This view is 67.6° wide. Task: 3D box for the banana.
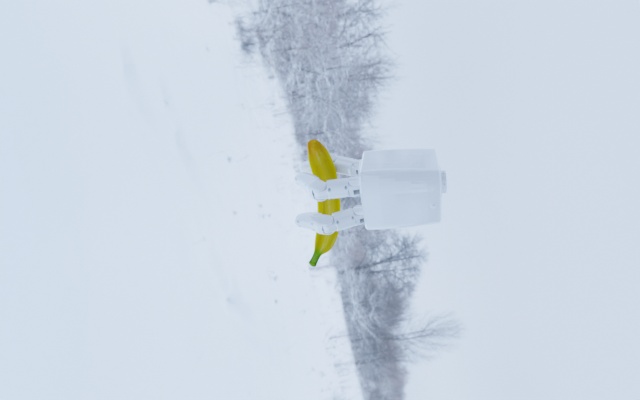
[{"bbox_3d":[0.006,-0.001,0.720,0.037,0.198,0.069,5,21,19],"label":"banana"}]
